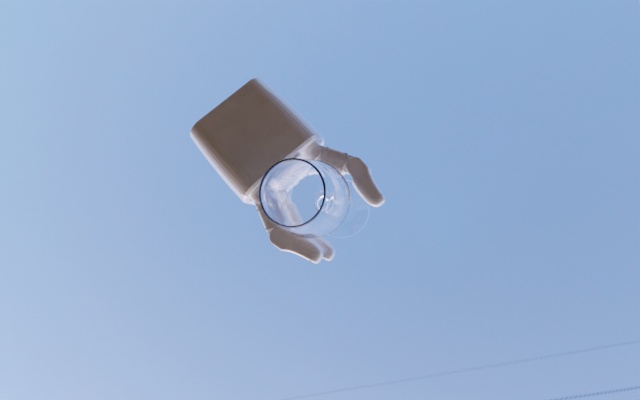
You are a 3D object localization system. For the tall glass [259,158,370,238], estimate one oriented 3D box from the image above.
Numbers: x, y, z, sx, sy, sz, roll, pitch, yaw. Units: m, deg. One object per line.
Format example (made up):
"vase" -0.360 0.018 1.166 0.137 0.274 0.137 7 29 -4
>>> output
"tall glass" 0.000 0.002 0.510 0.079 0.079 0.201 0 -5 15
